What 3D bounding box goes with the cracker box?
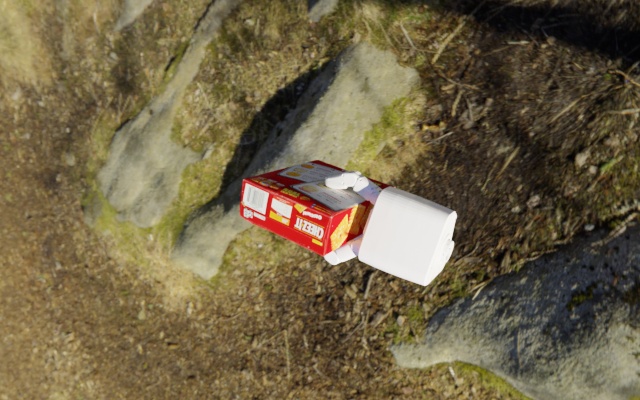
[{"bbox_3d":[0.000,0.002,0.774,0.164,0.072,0.213,22,23,27],"label":"cracker box"}]
